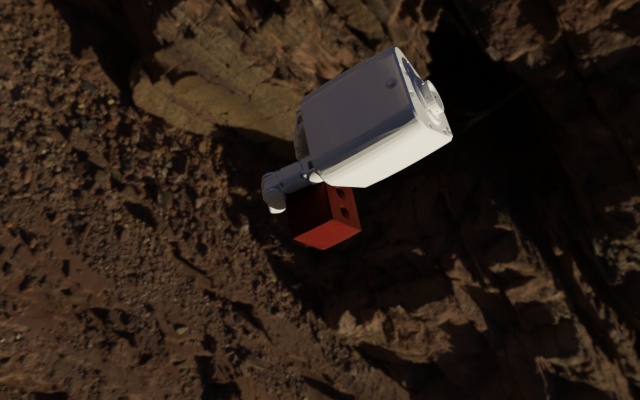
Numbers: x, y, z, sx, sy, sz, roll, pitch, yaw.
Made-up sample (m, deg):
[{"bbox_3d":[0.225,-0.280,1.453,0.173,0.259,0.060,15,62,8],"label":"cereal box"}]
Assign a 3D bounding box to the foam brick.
[{"bbox_3d":[0.000,0.002,0.483,0.051,0.078,0.053,-26,-30,27],"label":"foam brick"}]
